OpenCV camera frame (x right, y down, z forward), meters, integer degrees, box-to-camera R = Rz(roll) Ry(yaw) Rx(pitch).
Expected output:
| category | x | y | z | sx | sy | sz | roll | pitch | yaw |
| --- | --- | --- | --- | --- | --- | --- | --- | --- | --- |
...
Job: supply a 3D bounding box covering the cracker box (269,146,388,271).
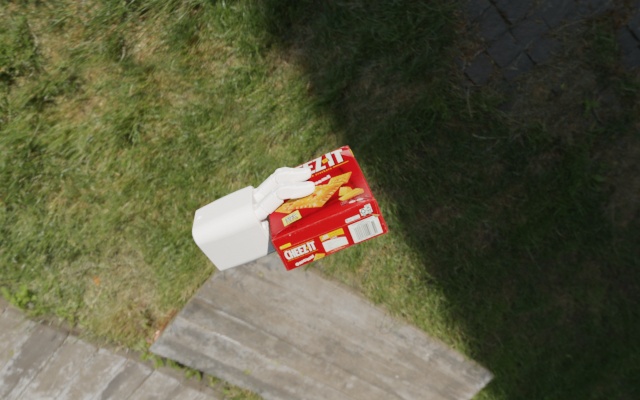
| category | x | y | z | sx | sy | sz | roll | pitch | yaw |
| --- | --- | --- | --- | --- | --- | --- | --- | --- | --- |
| cracker box | 0.000 | 0.003 | 0.782 | 0.164 | 0.072 | 0.213 | -22 | 29 | 3 |
